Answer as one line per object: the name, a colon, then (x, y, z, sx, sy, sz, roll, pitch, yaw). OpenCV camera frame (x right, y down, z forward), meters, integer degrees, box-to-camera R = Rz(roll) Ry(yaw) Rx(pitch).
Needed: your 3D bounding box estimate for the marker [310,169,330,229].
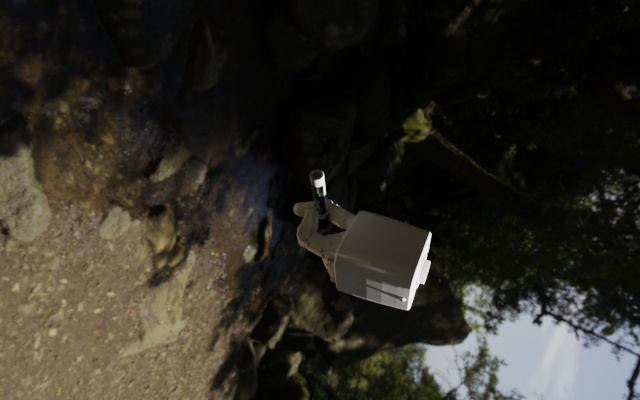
marker: (0.000, 0.002, 0.673, 0.020, 0.020, 0.121, 0, -37, 6)
